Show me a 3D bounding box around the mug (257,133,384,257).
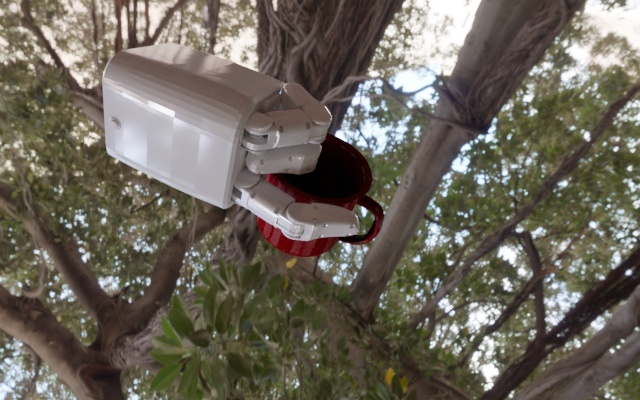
[{"bbox_3d":[0.001,0.002,0.428,0.117,0.082,0.093,25,42,4],"label":"mug"}]
